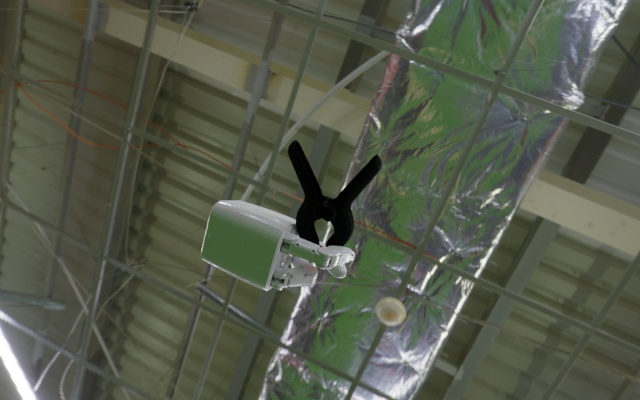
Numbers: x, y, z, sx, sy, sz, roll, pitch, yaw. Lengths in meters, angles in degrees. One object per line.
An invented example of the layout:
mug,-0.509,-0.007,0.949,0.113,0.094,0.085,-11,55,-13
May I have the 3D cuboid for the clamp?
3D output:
clamp,0.000,0.002,0.635,0.120,0.171,0.039,21,21,10
